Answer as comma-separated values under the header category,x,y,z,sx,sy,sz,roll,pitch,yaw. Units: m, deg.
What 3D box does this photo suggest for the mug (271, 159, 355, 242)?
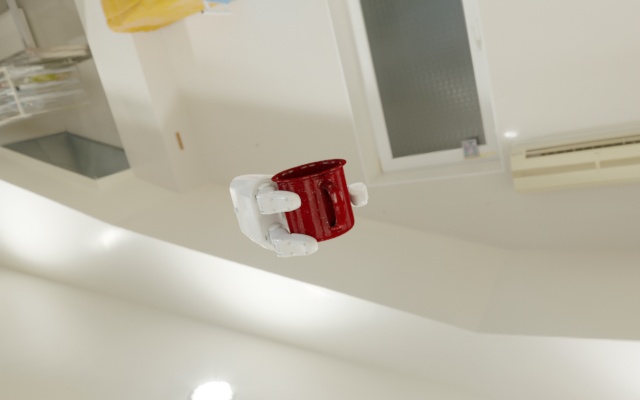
category,x,y,z,sx,sy,sz,roll,pitch,yaw
mug,0.001,0.002,0.568,0.093,0.081,0.117,-19,14,-23
